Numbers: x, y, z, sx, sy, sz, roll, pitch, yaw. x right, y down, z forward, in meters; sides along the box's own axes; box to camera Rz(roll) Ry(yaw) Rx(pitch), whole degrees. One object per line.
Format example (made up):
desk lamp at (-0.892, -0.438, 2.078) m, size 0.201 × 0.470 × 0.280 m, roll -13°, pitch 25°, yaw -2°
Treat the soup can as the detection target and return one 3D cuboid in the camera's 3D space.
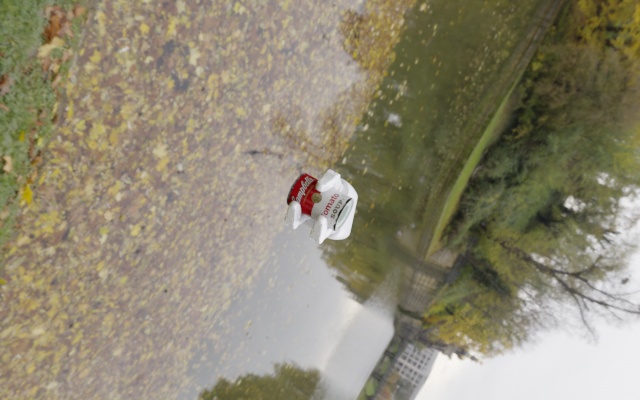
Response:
soup can at (0.000, 0.003, 0.852) m, size 0.102 × 0.068 × 0.068 m, roll 29°, pitch 9°, yaw 16°
